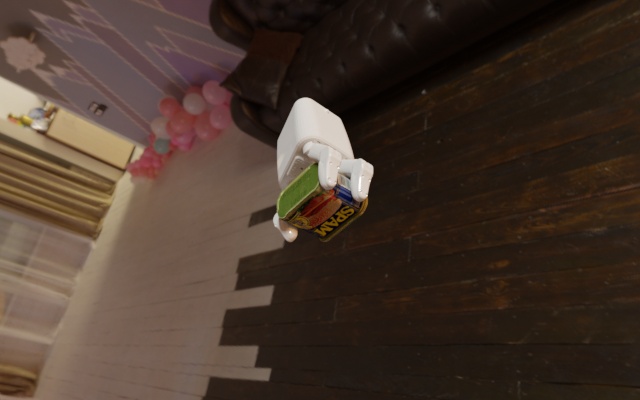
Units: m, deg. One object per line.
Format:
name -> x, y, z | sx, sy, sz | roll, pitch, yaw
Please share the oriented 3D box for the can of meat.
can of meat -> 0.000, 0.002, 0.669 | 0.084, 0.057, 0.102 | 28, -52, -31
